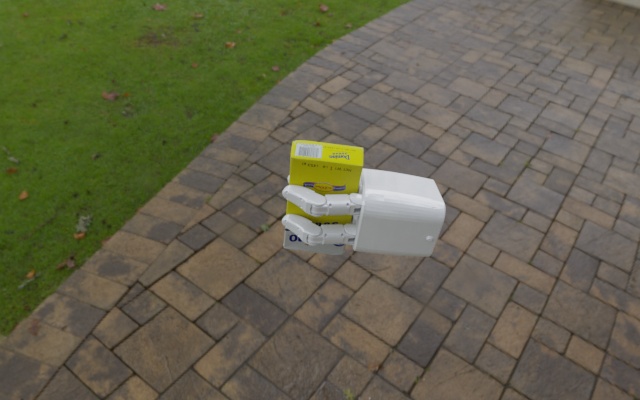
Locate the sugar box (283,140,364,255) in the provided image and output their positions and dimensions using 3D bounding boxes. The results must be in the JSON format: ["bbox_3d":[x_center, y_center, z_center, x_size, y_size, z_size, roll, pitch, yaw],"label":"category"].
[{"bbox_3d":[0.000,0.002,0.659,0.093,0.176,0.048,7,41,0],"label":"sugar box"}]
